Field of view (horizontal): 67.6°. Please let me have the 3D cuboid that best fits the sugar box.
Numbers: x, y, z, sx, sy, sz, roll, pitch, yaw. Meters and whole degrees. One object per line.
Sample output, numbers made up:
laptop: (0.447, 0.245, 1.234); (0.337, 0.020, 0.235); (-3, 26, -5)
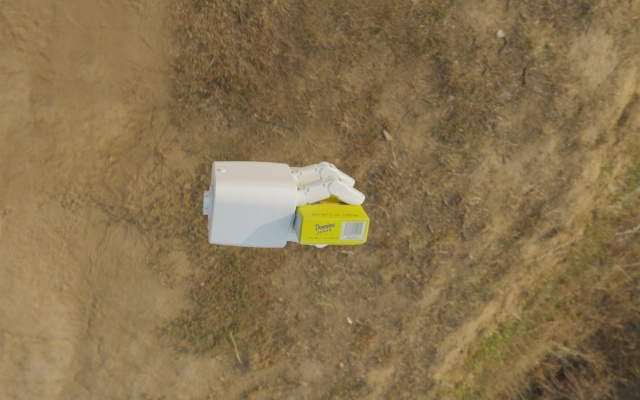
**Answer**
sugar box: (0.000, 0.002, 0.695); (0.093, 0.048, 0.176); (1, 28, -15)
